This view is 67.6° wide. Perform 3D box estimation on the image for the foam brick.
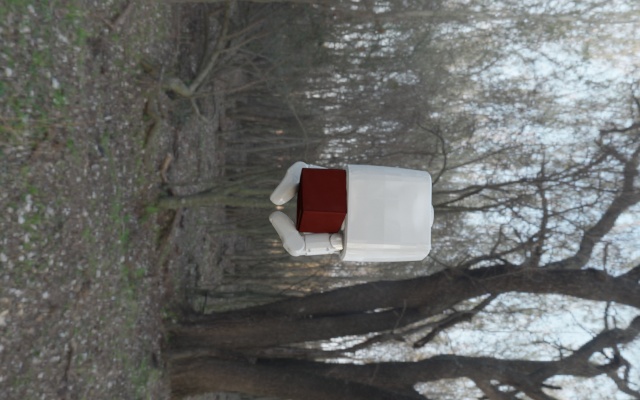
[{"bbox_3d":[0.000,0.002,0.552,0.051,0.053,0.078,3,-21,-5],"label":"foam brick"}]
